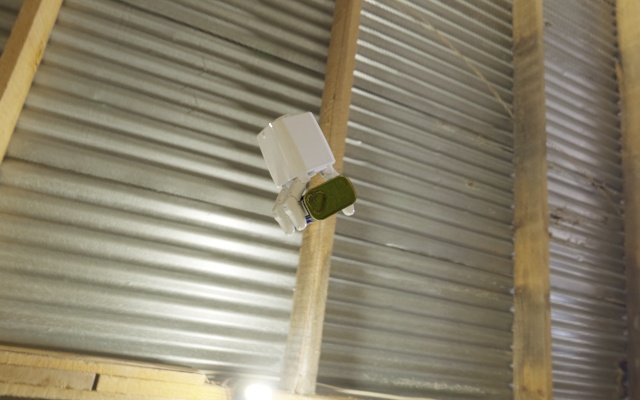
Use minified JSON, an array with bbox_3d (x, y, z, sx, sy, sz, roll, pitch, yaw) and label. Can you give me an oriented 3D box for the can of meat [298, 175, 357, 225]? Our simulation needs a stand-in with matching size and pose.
[{"bbox_3d":[0.000,0.003,0.858,0.102,0.057,0.084,-27,1,-30],"label":"can of meat"}]
